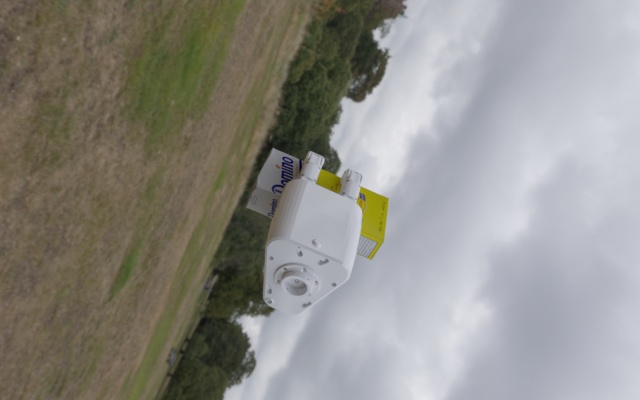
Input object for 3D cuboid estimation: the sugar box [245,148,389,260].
[{"bbox_3d":[0.000,0.002,0.626,0.176,0.048,0.093,25,38,-7],"label":"sugar box"}]
